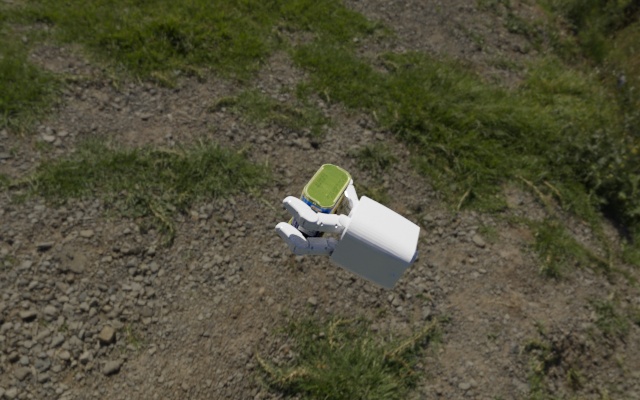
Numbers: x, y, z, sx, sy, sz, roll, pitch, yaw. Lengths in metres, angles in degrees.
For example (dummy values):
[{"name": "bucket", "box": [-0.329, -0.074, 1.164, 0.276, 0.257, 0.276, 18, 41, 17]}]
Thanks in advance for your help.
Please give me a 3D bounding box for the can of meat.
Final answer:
[{"name": "can of meat", "box": [0.000, 0.002, 0.746, 0.057, 0.084, 0.102, 30, 44, 6]}]
